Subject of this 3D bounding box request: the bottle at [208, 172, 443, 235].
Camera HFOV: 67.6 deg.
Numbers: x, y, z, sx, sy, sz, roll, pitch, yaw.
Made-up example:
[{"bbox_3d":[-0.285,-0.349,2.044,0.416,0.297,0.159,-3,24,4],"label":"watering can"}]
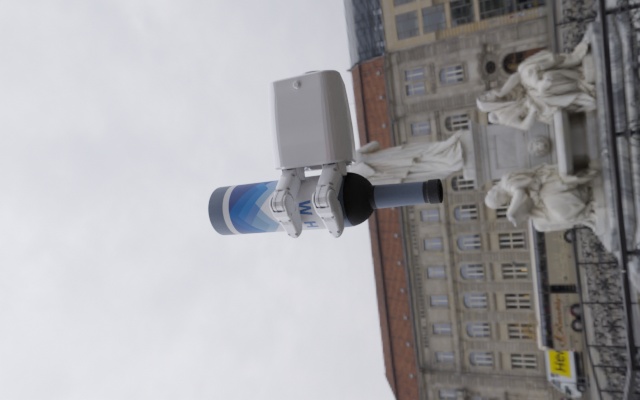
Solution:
[{"bbox_3d":[0.000,0.002,0.589,0.296,0.069,0.069,-5,-2,25],"label":"bottle"}]
